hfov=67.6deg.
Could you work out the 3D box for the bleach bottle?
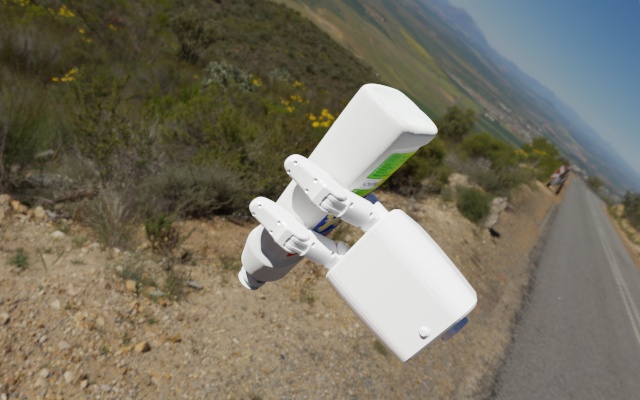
[{"bbox_3d":[0.000,0.002,0.480,0.251,0.068,0.102,-49,-17,26],"label":"bleach bottle"}]
